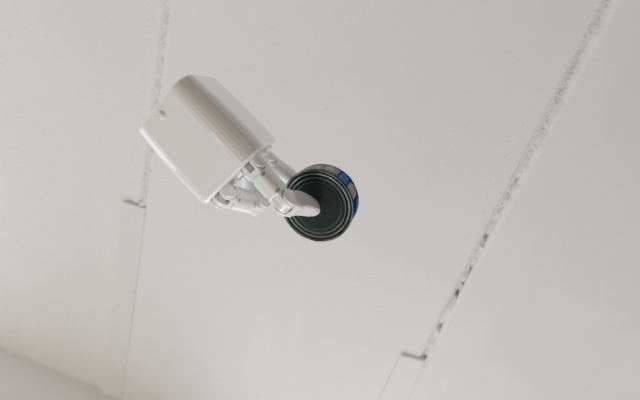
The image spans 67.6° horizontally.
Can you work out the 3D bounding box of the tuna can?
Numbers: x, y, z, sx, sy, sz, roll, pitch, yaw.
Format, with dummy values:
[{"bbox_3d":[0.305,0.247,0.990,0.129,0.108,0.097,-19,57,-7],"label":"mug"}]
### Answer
[{"bbox_3d":[0.000,0.002,0.549,0.086,0.086,0.033,0,19,18],"label":"tuna can"}]
